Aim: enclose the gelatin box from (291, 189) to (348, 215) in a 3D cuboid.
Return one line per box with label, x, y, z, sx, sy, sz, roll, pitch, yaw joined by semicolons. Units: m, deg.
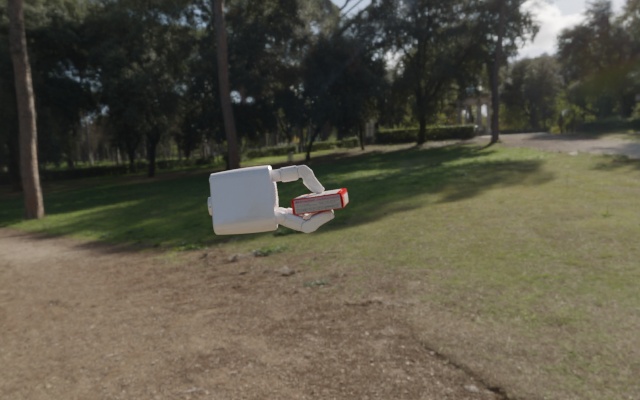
gelatin box;0.000;0.002;0.832;0.089;0.030;0.073;-9;5;11
